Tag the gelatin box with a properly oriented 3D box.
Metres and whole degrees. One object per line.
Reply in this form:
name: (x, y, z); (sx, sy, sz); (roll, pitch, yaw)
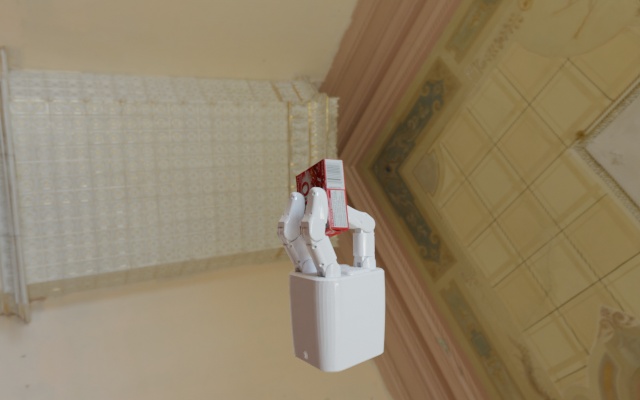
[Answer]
gelatin box: (0.000, 0.002, 0.583); (0.030, 0.089, 0.073); (4, -16, -30)
